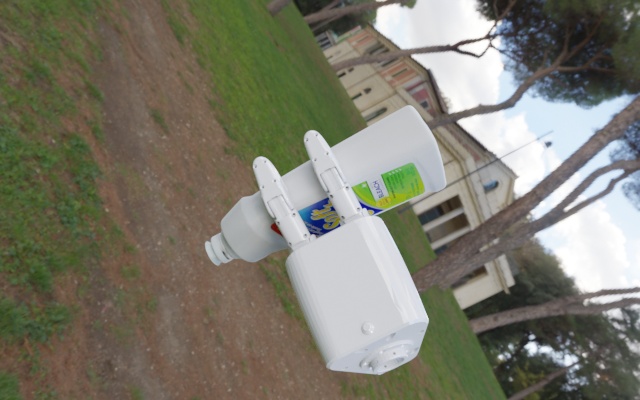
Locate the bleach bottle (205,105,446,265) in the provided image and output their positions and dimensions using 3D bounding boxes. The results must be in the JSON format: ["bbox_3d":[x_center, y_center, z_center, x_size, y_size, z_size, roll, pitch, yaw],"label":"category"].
[{"bbox_3d":[0.000,0.002,0.495,0.251,0.068,0.103,-28,-34,5],"label":"bleach bottle"}]
